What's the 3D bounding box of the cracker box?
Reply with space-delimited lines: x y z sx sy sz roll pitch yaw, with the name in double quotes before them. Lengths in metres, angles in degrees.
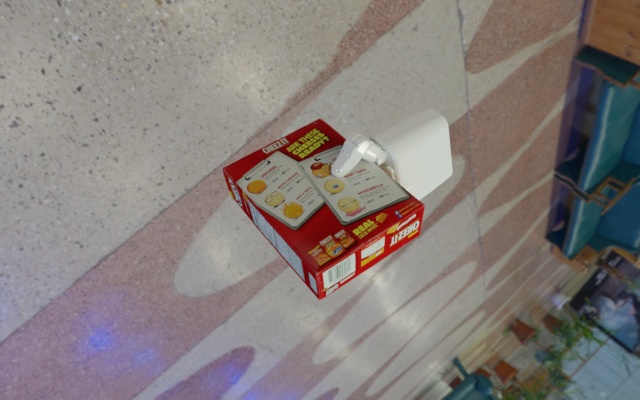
"cracker box" 0.000 0.002 0.620 0.164 0.072 0.213 -30 53 -22
